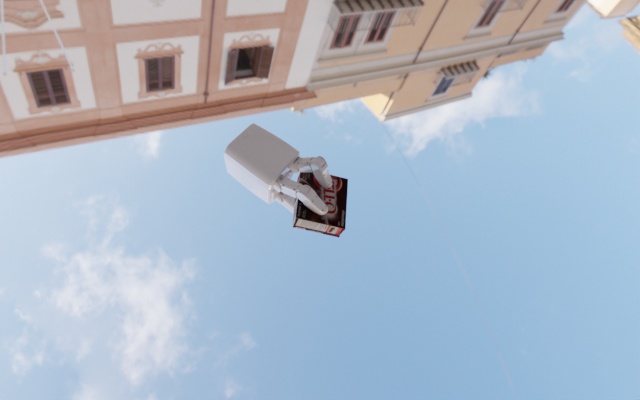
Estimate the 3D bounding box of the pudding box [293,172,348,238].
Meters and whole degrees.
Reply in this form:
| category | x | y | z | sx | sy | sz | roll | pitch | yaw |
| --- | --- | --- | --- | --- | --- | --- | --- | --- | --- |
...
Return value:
| category | x | y | z | sx | sy | sz | roll | pitch | yaw |
| --- | --- | --- | --- | --- | --- | --- | --- | --- | --- |
| pudding box | 0.000 | 0.003 | 0.850 | 0.090 | 0.113 | 0.039 | 12 | -34 | -11 |
